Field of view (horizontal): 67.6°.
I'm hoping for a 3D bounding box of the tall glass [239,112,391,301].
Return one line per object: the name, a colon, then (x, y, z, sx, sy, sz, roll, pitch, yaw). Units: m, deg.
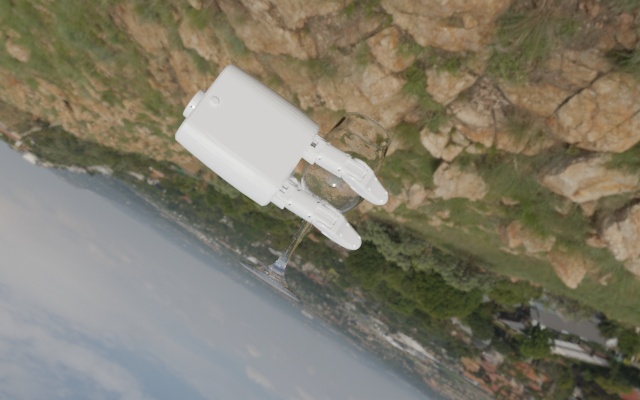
tall glass: (0.000, 0.002, 0.511, 0.079, 0.201, 0.079, 31, -14, 8)
